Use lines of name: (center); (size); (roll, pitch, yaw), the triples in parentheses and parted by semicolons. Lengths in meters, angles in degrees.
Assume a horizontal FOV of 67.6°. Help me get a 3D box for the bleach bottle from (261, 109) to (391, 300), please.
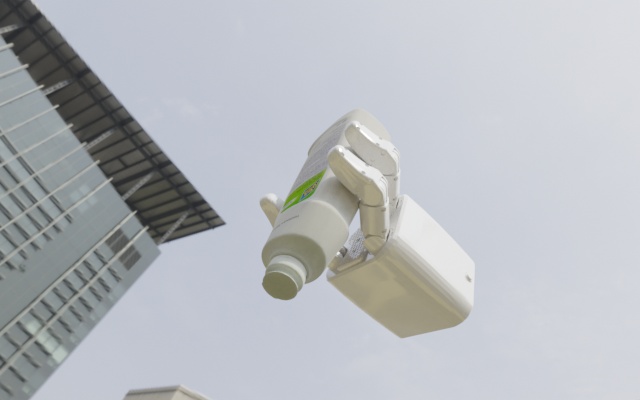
bleach bottle: (0.000, 0.001, 0.456); (0.103, 0.068, 0.250); (-40, 13, 35)
